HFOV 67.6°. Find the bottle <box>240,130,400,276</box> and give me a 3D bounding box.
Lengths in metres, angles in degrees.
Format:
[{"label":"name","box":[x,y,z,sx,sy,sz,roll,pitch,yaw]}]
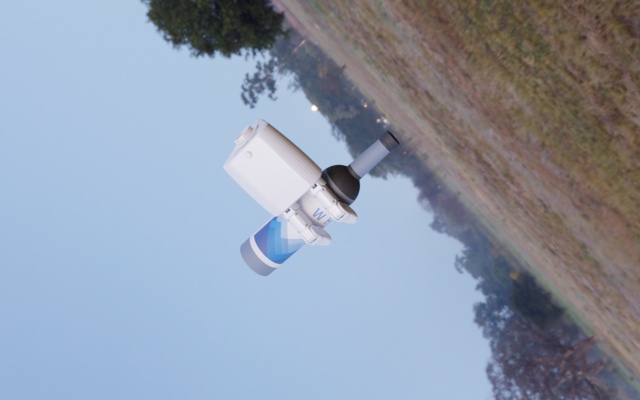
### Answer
[{"label":"bottle","box":[0.000,0.003,0.729,0.296,0.069,0.069,-42,-15,17]}]
